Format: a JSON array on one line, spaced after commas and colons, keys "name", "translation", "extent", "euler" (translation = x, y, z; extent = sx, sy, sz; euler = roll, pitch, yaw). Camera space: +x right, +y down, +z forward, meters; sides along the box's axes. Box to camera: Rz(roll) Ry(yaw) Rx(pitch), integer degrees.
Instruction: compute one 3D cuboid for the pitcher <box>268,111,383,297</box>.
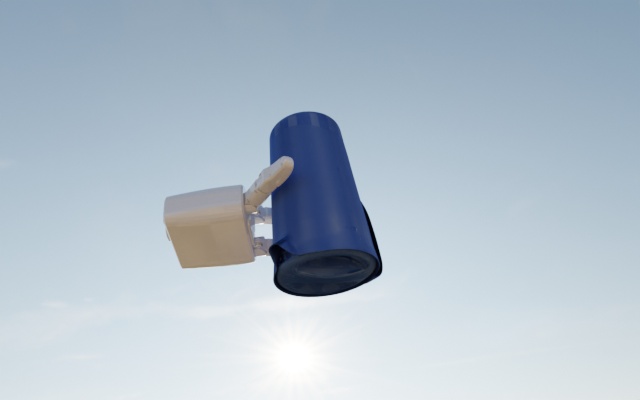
[{"name": "pitcher", "translation": [0.000, 0.002, 0.657], "extent": [0.145, 0.242, 0.149], "euler": [-9, -34, 0]}]
